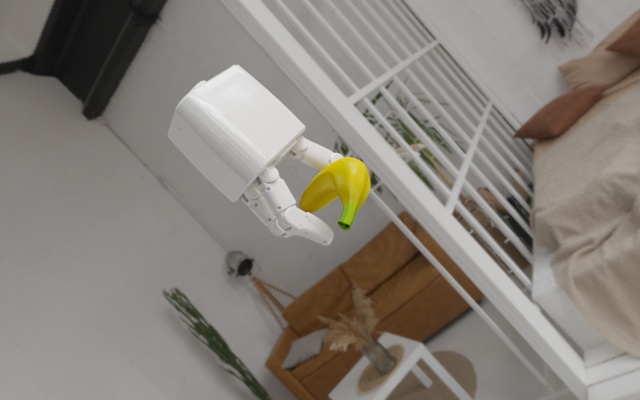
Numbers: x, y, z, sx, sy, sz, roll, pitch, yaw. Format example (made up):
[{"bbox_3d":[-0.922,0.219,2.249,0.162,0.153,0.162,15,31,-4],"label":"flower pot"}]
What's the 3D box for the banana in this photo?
[{"bbox_3d":[0.013,-0.013,0.498,0.037,0.069,0.198,41,-6,-9],"label":"banana"}]
